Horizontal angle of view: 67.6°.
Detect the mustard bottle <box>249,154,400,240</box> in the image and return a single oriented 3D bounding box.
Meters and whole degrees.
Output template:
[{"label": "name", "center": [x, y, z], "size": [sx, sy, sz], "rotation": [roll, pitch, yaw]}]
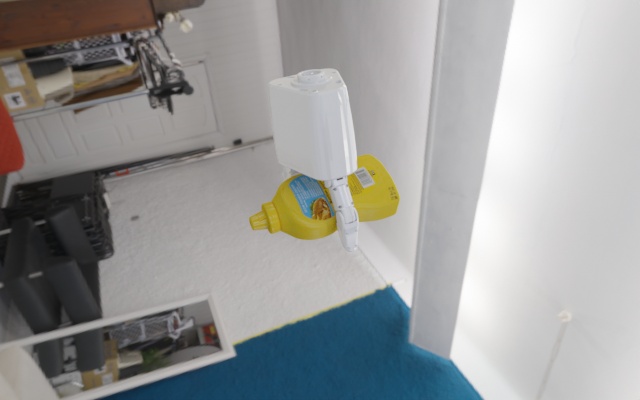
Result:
[{"label": "mustard bottle", "center": [0.000, 0.002, 0.628], "size": [0.191, 0.096, 0.058], "rotation": [-17, -35, -16]}]
